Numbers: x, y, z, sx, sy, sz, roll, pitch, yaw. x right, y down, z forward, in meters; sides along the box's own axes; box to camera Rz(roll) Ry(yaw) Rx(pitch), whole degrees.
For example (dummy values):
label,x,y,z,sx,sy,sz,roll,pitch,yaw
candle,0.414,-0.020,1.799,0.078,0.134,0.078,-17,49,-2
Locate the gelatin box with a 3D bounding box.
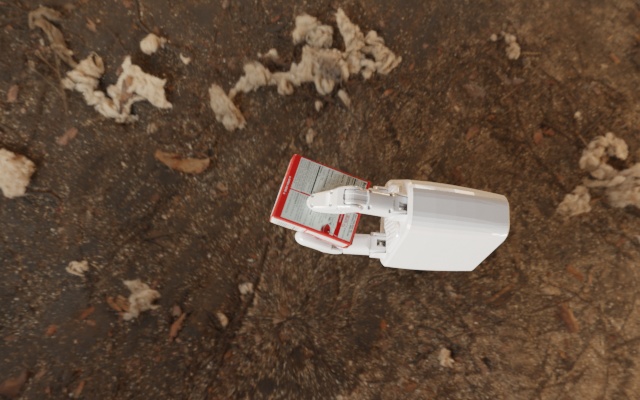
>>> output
label,x,y,z,sx,sy,sz,roll,pitch,yaw
gelatin box,0.000,0.001,0.505,0.089,0.073,0.030,20,-17,-7
